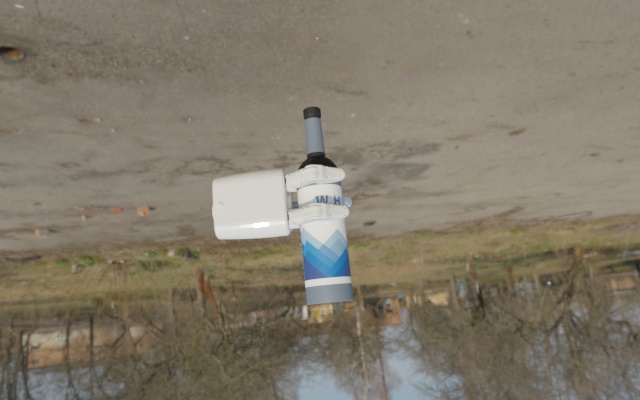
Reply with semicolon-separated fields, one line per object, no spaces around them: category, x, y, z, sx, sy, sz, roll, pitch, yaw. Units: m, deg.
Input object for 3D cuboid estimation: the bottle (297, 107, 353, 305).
bottle;0.000;0.003;0.711;0.069;0.295;0.069;-5;-12;-1
